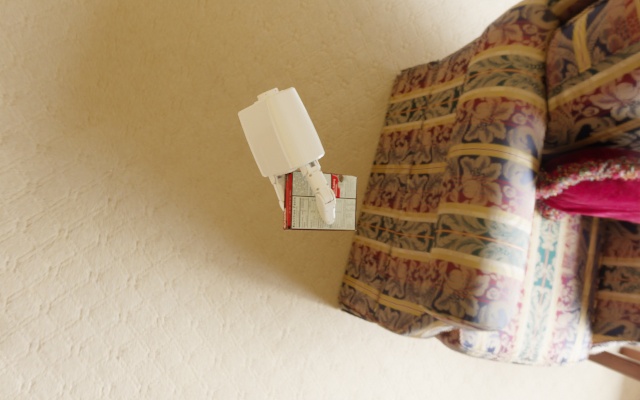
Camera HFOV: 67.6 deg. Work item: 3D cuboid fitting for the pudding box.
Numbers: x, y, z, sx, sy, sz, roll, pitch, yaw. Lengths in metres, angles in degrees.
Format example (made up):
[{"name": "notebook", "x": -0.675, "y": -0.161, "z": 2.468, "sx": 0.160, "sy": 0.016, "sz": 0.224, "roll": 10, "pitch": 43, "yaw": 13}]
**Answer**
[{"name": "pudding box", "x": 0.000, "y": 0.002, "z": 0.732, "sx": 0.113, "sy": 0.090, "sz": 0.039, "roll": 3, "pitch": -2, "yaw": -22}]
